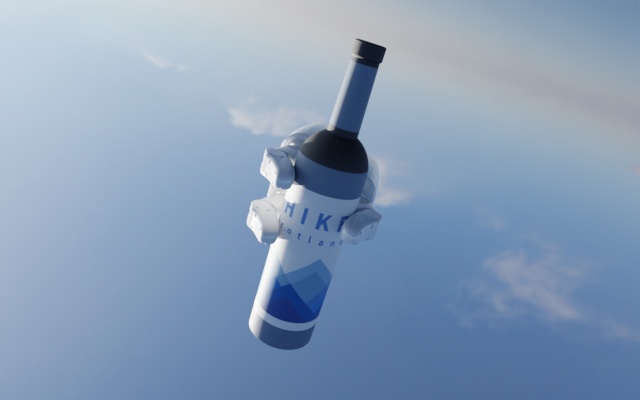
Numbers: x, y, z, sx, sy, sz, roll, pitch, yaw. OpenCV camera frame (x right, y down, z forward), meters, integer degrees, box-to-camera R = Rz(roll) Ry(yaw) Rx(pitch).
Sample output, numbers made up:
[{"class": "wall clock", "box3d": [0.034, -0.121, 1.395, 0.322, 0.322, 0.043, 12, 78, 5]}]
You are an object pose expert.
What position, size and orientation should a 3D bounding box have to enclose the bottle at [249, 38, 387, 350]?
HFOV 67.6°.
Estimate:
[{"class": "bottle", "box3d": [0.000, 0.002, 0.445, 0.069, 0.296, 0.069, 15, 20, -6]}]
